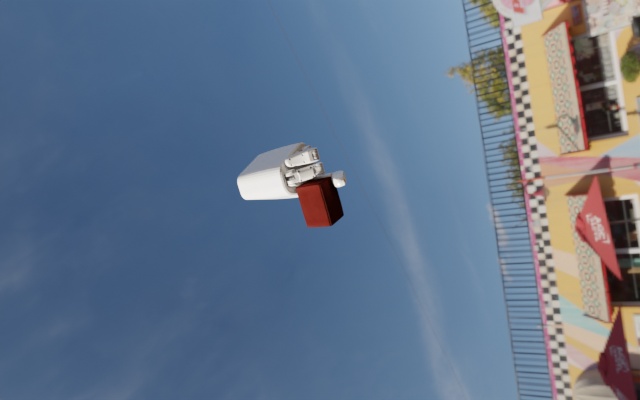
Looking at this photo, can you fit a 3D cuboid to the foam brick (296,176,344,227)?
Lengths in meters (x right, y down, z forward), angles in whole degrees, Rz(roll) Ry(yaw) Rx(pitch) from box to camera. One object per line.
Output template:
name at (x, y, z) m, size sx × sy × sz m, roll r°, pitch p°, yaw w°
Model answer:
foam brick at (0.000, 0.003, 0.845) m, size 0.051 × 0.078 × 0.053 m, roll -8°, pitch 14°, yaw 32°
